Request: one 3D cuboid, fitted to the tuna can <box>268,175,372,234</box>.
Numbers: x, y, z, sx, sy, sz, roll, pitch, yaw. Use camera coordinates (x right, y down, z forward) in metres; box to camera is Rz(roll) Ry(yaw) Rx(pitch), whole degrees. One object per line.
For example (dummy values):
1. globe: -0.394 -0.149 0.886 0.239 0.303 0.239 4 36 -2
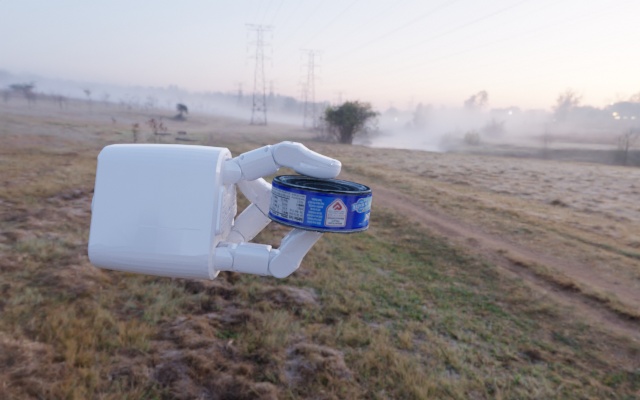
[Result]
1. tuna can: 0.000 0.001 0.401 0.086 0.034 0.086 7 9 -1
